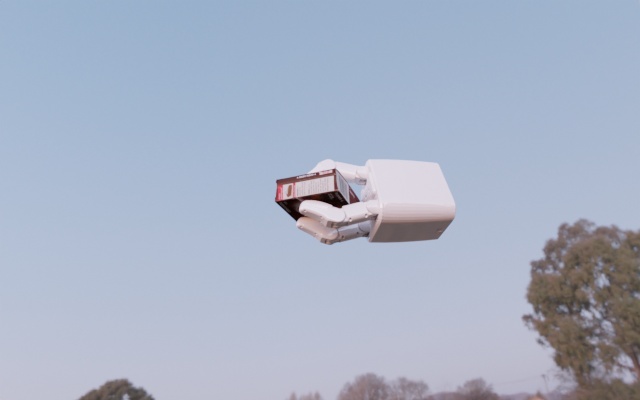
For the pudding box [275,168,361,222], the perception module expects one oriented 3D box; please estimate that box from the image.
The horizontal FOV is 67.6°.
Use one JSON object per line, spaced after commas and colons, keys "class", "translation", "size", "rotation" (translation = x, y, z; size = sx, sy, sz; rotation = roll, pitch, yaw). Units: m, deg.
{"class": "pudding box", "translation": [0.000, 0.002, 0.664], "size": [0.090, 0.039, 0.113], "rotation": [-11, -30, 18]}
